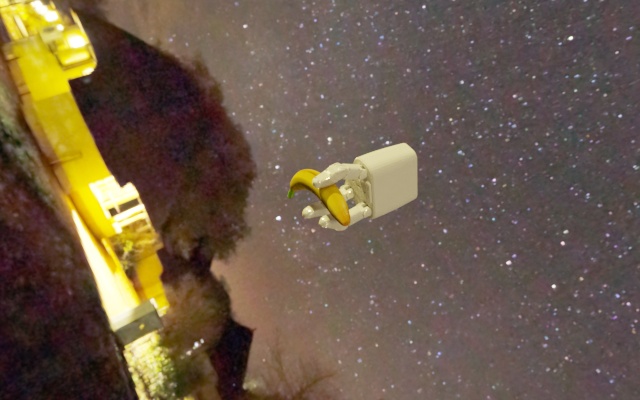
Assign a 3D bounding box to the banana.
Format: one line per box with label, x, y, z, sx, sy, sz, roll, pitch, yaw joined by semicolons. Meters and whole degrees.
banana;-0.003;-0.015;0.842;0.037;0.070;0.197;-17;23;-26
